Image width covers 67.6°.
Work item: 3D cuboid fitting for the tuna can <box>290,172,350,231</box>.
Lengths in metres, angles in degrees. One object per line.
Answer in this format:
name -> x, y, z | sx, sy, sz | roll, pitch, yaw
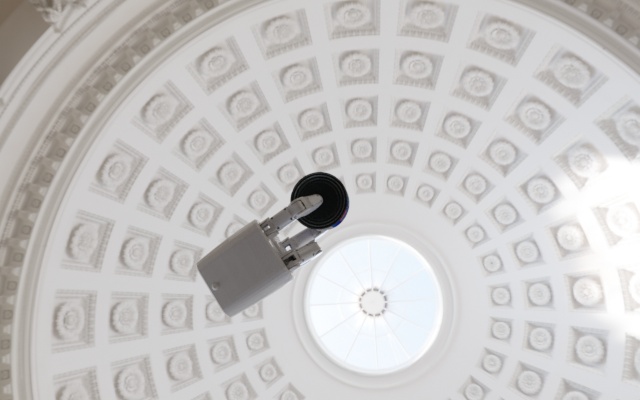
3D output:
tuna can -> 0.000, 0.002, 0.712 | 0.086, 0.086, 0.034 | 0, -9, 11
